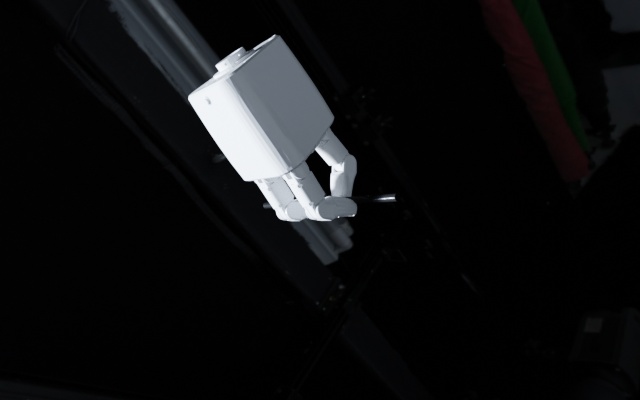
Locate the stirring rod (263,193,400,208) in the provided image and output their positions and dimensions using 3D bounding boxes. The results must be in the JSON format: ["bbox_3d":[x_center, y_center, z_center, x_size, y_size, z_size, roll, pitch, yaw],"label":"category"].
[{"bbox_3d":[0.000,0.002,0.561,0.011,0.011,0.239,0,-2,-39],"label":"stirring rod"}]
